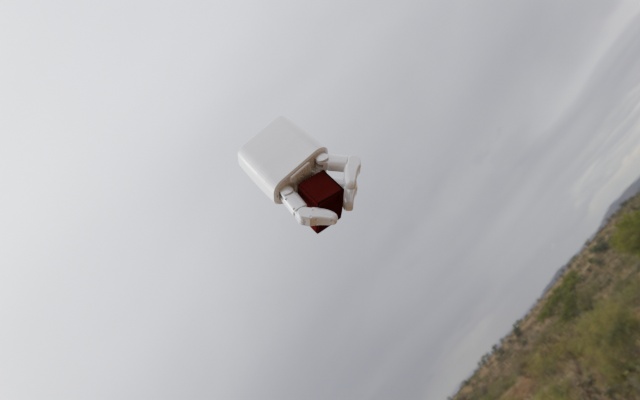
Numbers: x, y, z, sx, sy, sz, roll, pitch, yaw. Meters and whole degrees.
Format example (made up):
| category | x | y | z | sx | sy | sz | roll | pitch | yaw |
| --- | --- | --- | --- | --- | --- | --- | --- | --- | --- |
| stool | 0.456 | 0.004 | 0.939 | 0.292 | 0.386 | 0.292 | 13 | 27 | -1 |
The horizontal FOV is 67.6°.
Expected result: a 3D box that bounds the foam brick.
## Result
| category | x | y | z | sx | sy | sz | roll | pitch | yaw |
| --- | --- | --- | --- | --- | --- | --- | --- | --- | --- |
| foam brick | 0.000 | 0.003 | 0.756 | 0.053 | 0.078 | 0.051 | -32 | 59 | -26 |
